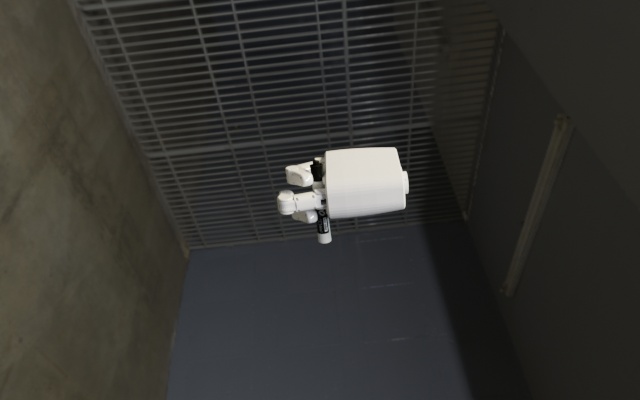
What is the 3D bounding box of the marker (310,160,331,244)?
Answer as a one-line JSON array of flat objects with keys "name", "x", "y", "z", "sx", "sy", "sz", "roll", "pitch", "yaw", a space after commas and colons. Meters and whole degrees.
[{"name": "marker", "x": 0.000, "y": 0.002, "z": 0.672, "sx": 0.020, "sy": 0.121, "sz": 0.020, "roll": -6, "pitch": 19, "yaw": 2}]
